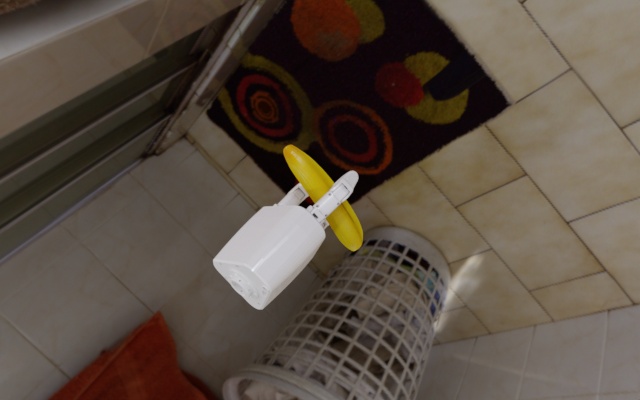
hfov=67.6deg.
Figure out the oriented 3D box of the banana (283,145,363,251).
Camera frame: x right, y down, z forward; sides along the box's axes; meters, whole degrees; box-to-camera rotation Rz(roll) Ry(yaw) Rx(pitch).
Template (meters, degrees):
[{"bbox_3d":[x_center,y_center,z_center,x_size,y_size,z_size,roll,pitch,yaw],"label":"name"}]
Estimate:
[{"bbox_3d":[0.012,0.008,0.663,0.037,0.198,0.069,-44,31,-20],"label":"banana"}]
